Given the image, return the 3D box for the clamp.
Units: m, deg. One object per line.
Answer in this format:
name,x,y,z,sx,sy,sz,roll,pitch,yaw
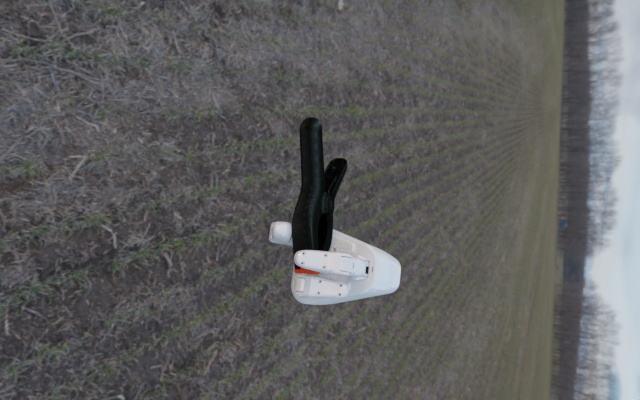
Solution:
clamp,0.001,0.002,0.560,0.039,0.171,0.120,2,-11,28
